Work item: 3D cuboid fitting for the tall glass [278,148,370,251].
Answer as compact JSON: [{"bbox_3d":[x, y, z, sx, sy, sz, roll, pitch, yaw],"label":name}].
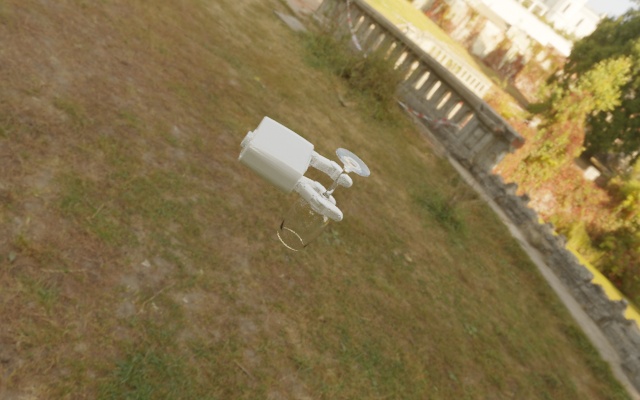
[{"bbox_3d":[0.001,0.002,0.877,0.079,0.201,0.079,31,25,-16],"label":"tall glass"}]
